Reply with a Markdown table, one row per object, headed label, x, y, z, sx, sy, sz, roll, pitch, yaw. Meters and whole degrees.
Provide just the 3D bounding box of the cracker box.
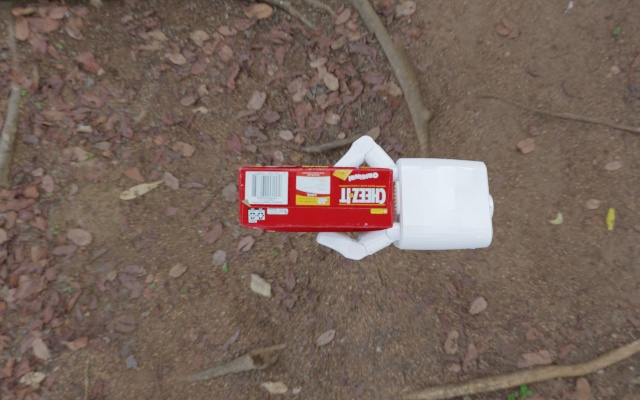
| label | x | y | z | sx | sy | sz | roll | pitch | yaw |
| --- | --- | --- | --- | --- | --- | --- | --- | --- | --- |
| cracker box | 0.000 | 0.002 | 0.598 | 0.164 | 0.072 | 0.214 | 0 | -2 | 3 |
